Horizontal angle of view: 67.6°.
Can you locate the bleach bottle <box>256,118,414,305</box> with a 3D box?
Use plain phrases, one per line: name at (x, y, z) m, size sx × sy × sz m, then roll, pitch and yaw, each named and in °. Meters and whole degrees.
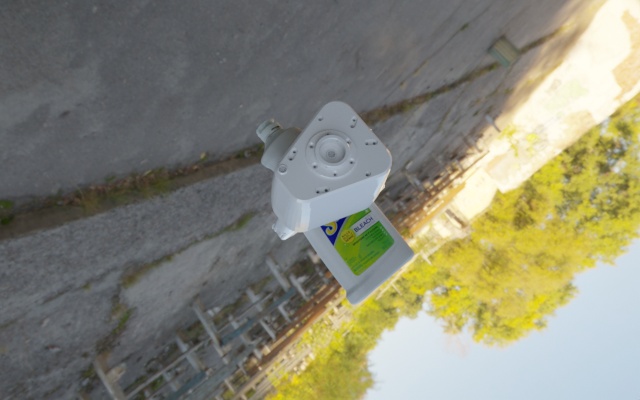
bleach bottle at (0.000, 0.002, 0.602) m, size 0.102 × 0.251 × 0.068 m, roll -38°, pitch -10°, yaw -14°
